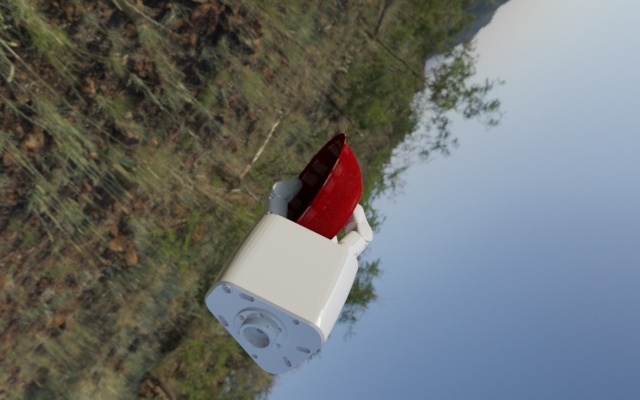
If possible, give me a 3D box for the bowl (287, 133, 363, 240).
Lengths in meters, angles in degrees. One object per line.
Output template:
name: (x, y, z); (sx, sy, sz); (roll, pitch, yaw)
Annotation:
bowl: (0.001, 0.001, 0.561); (0.055, 0.162, 0.162); (34, -9, -13)
